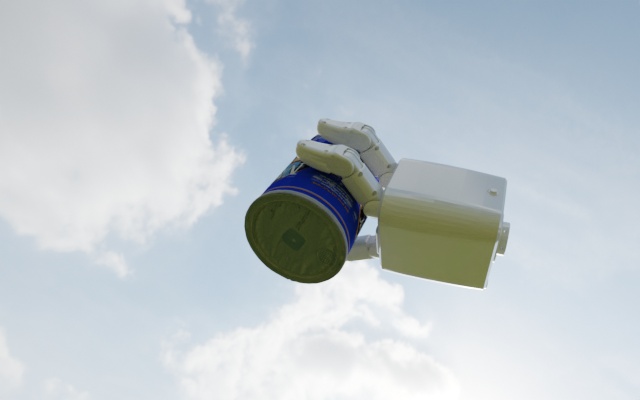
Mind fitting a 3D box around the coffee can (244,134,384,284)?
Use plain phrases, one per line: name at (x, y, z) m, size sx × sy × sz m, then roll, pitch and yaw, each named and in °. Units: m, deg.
coffee can at (0.000, 0.002, 0.492) m, size 0.103 × 0.103 × 0.140 m, roll 0°, pitch 31°, yaw 25°
